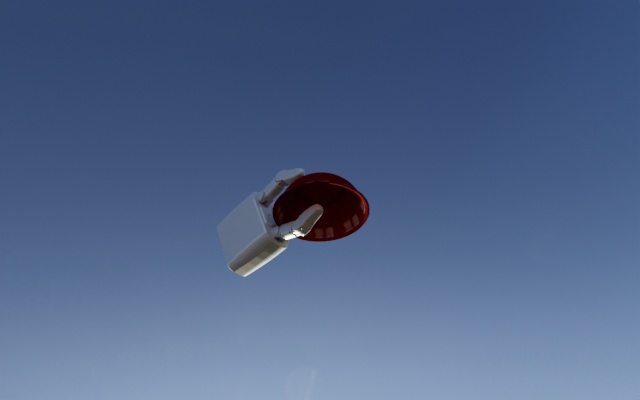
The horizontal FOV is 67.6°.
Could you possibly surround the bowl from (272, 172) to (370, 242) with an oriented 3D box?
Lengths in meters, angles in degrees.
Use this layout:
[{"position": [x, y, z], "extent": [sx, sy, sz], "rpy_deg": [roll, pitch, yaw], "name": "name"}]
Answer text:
[{"position": [0.001, 0.002, 0.809], "extent": [0.162, 0.055, 0.162], "rpy_deg": [-1, -40, -1], "name": "bowl"}]
